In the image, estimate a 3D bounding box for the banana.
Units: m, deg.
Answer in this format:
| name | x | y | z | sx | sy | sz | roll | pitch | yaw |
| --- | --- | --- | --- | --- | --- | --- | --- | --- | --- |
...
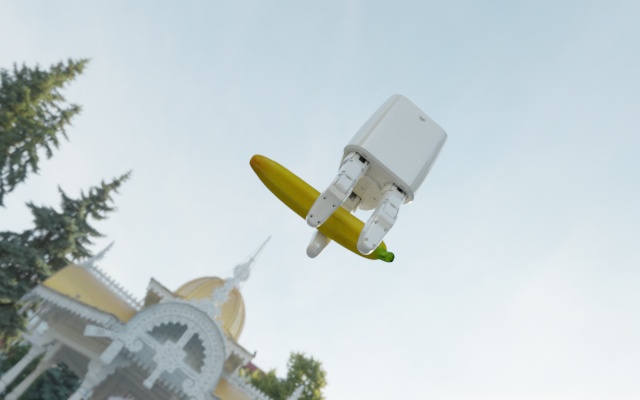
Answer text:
| name | x | y | z | sx | sy | sz | roll | pitch | yaw |
| --- | --- | --- | --- | --- | --- | --- | --- | --- | --- |
| banana | 0.003 | 0.011 | 0.546 | 0.198 | 0.037 | 0.070 | 34 | -18 | 14 |
